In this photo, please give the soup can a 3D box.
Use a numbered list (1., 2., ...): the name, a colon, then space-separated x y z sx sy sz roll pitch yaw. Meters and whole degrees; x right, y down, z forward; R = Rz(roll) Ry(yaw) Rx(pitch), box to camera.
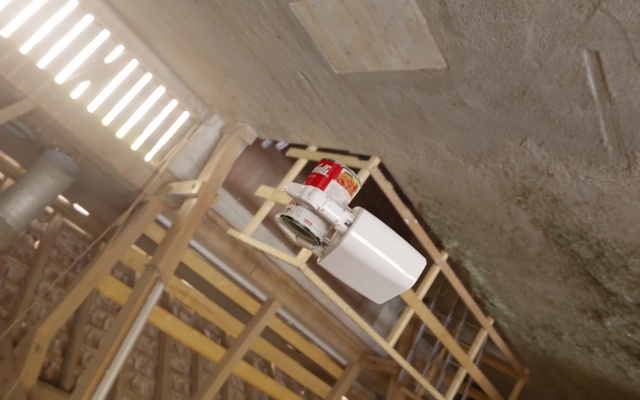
1. soup can: 0.000 0.002 0.645 0.068 0.102 0.068 33 -17 11
